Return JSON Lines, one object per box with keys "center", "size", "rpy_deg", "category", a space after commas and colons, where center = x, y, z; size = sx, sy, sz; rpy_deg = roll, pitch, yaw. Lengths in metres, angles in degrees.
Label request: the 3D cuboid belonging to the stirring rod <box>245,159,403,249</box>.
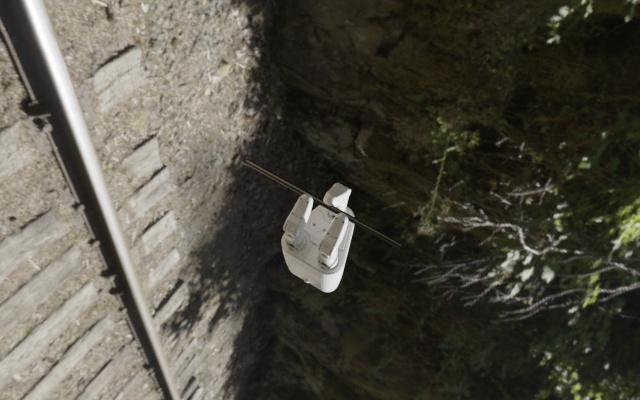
{"center": [0.000, 0.002, 0.635], "size": [0.239, 0.011, 0.011], "rpy_deg": [29, 7, 13], "category": "stirring rod"}
